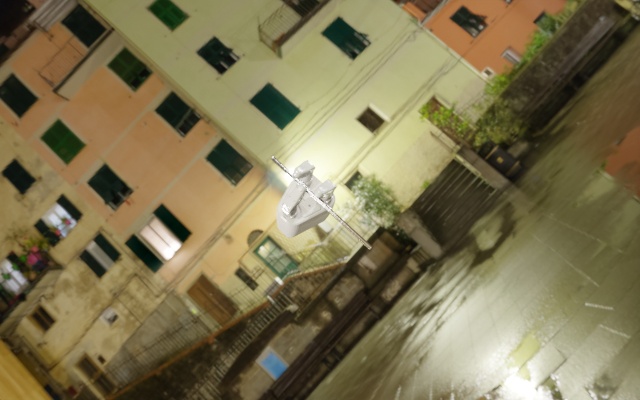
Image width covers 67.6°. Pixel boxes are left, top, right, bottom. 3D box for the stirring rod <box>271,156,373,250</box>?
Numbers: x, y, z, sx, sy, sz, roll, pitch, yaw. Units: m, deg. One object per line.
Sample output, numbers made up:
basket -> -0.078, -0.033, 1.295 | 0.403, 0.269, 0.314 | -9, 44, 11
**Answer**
stirring rod -> 0.000, 0.003, 0.849 | 0.239, 0.011, 0.011 | 42, 8, 9
